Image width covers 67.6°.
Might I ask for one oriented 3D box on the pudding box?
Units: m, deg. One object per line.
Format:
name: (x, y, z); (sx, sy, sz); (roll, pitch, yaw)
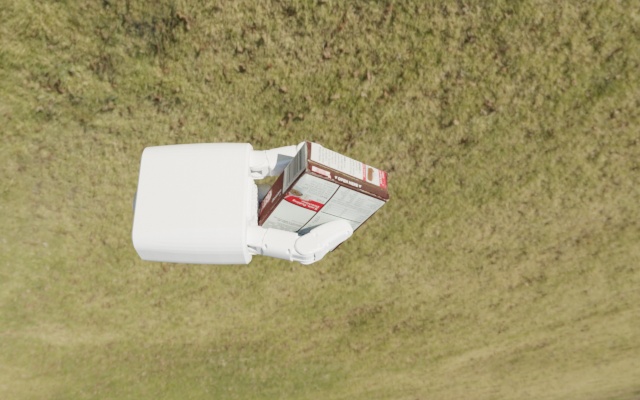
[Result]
pudding box: (0.000, 0.002, 0.469); (0.090, 0.039, 0.113); (19, -38, -21)
